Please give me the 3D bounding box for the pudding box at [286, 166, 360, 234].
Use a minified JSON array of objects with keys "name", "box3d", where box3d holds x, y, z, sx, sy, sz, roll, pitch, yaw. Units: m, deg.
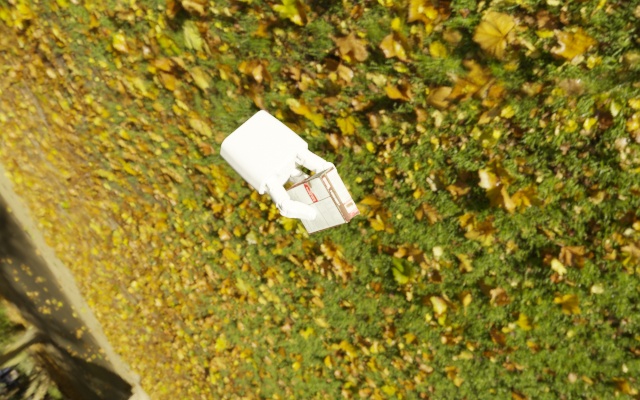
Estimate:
[{"name":"pudding box","box3d":[0.000,0.003,0.798,0.039,0.090,0.113,-36,10,-35]}]
